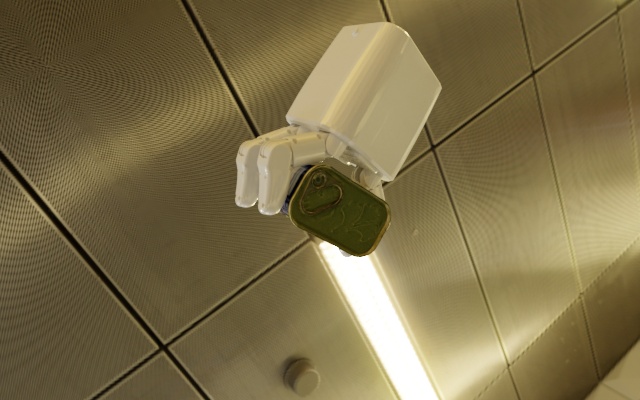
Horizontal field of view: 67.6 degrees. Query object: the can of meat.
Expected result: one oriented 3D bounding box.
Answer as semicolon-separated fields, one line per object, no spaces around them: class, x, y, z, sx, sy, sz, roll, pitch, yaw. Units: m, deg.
can of meat;0.000;0.001;0.442;0.102;0.057;0.084;30;-2;-33
